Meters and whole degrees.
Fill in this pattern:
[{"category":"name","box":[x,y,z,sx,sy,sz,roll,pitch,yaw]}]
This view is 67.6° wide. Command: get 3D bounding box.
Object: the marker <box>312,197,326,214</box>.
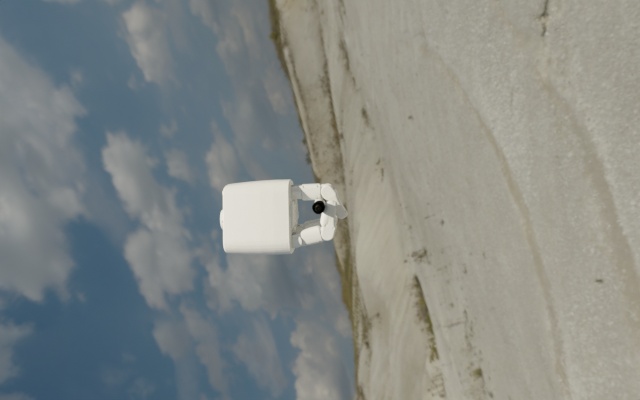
[{"category":"marker","box":[0.000,0.002,0.747,0.020,0.020,0.121,0,9,4]}]
